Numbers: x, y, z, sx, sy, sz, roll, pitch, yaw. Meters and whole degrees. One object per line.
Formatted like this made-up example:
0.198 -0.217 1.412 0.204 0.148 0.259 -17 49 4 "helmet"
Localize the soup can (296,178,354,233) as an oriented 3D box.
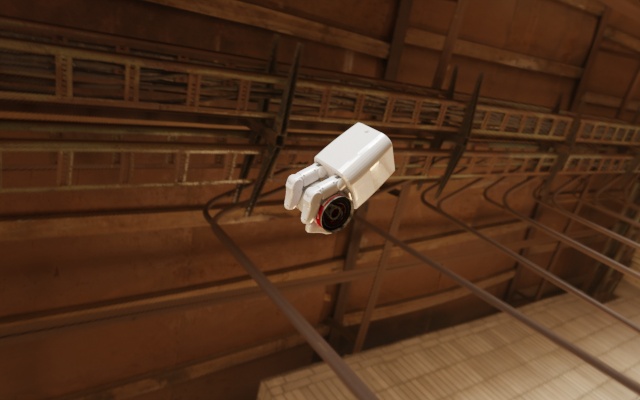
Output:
0.000 0.003 0.824 0.068 0.068 0.102 0 25 -39 "soup can"
